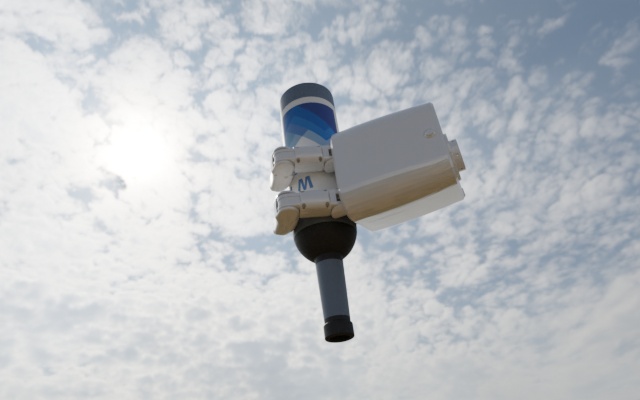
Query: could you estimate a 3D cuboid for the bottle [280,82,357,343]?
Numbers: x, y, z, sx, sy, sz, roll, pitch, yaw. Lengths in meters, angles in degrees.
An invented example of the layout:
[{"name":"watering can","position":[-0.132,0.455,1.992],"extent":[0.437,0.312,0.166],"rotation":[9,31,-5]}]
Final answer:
[{"name":"bottle","position":[0.000,0.001,0.509],"extent":[0.069,0.295,0.069],"rotation":[-6,-33,-4]}]
